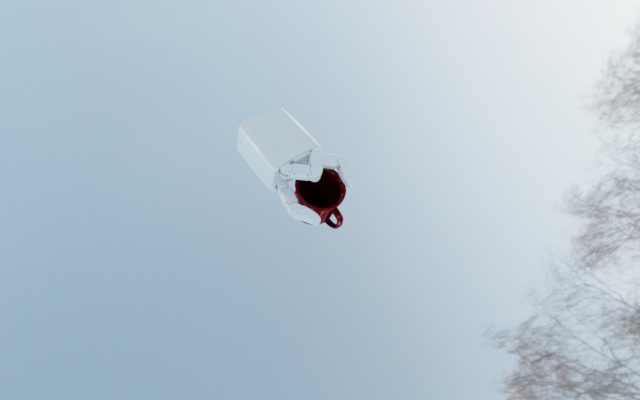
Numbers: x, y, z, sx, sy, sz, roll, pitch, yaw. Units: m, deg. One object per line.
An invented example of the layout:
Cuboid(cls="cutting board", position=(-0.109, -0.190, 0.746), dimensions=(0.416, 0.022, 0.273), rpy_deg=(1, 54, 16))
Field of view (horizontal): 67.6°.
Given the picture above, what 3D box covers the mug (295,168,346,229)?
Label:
Cuboid(cls="mug", position=(0.001, 0.004, 0.876), dimensions=(0.093, 0.117, 0.081), rpy_deg=(-35, -15, -26))
